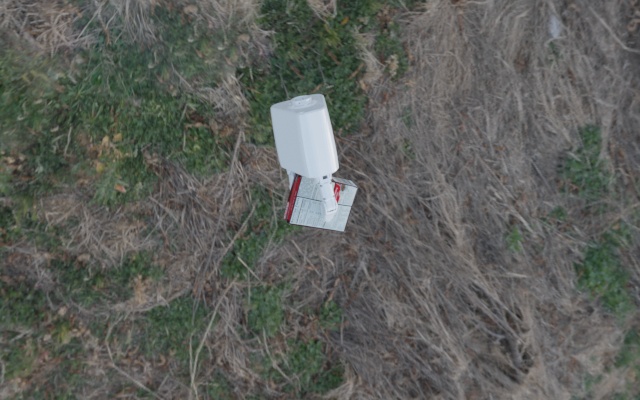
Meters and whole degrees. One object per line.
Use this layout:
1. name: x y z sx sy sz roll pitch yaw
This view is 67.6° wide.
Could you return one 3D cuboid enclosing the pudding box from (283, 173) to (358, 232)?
1. pudding box: 0.000 0.003 0.829 0.113 0.090 0.039 11 15 -23
